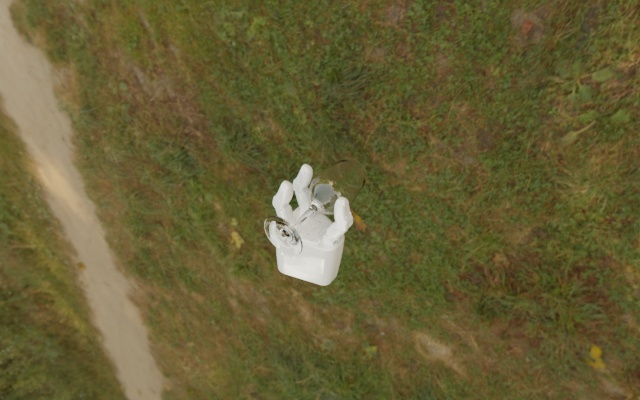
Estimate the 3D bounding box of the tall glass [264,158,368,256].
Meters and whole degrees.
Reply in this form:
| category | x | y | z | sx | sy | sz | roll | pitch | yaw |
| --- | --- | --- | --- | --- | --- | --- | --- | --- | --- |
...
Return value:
| category | x | y | z | sx | sy | sz | roll | pitch | yaw |
| --- | --- | --- | --- | --- | --- | --- | --- | --- | --- |
| tall glass | 0.000 | 0.003 | 0.787 | 0.079 | 0.079 | 0.201 | 0 | 32 | 43 |
